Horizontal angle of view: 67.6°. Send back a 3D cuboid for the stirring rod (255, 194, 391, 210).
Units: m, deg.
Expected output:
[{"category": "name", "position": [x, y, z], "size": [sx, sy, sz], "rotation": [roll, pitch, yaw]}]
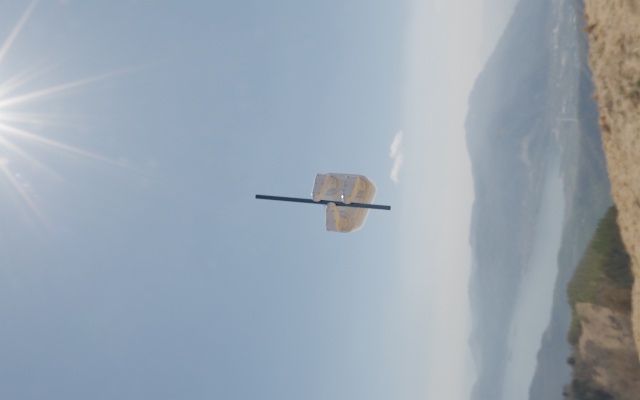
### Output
[{"category": "stirring rod", "position": [0.000, 0.003, 0.820], "size": [0.239, 0.011, 0.011], "rotation": [5, 1, 16]}]
